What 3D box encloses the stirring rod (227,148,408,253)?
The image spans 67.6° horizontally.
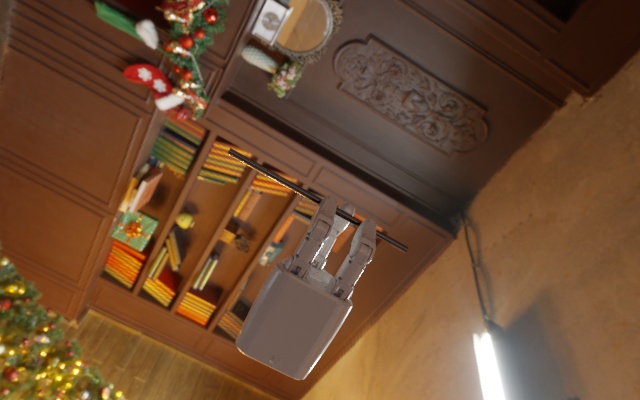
[{"bbox_3d":[0.000,0.002,0.559,0.239,0.011,0.011,29,-5,-9],"label":"stirring rod"}]
